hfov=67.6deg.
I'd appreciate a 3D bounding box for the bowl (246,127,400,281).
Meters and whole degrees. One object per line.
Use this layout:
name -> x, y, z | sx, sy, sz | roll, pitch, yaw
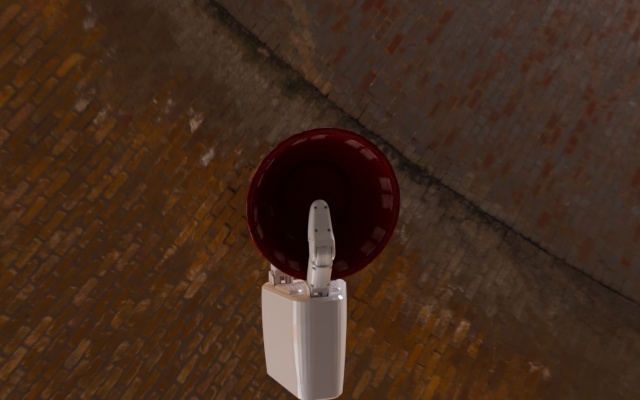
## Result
bowl -> 0.000, 0.000, 0.510 | 0.162, 0.162, 0.055 | 0, 12, -13
